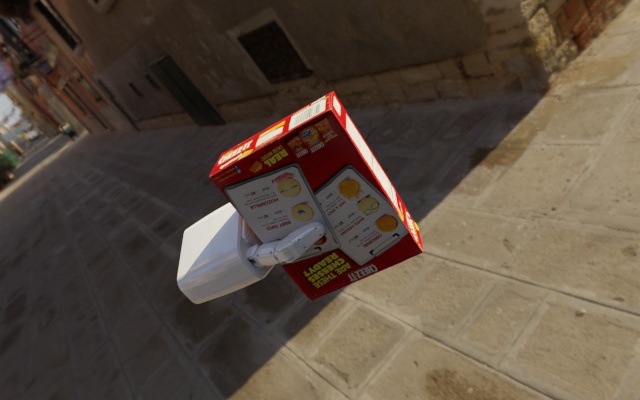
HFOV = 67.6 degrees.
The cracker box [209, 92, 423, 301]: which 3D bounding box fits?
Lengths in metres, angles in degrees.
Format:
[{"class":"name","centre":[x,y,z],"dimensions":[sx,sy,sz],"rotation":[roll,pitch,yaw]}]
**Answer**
[{"class":"cracker box","centre":[0.000,0.002,0.575],"dimensions":[0.164,0.214,0.072],"rotation":[-27,27,19]}]
